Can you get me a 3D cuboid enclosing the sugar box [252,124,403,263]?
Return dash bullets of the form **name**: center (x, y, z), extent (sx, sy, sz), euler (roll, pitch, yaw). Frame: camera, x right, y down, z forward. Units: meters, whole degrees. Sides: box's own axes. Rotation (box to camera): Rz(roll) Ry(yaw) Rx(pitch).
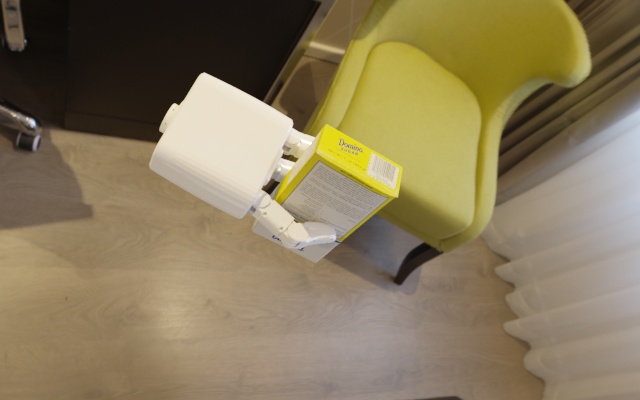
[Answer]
- **sugar box**: center (0.000, 0.001, 0.519), extent (0.093, 0.048, 0.176), euler (28, -36, -14)
